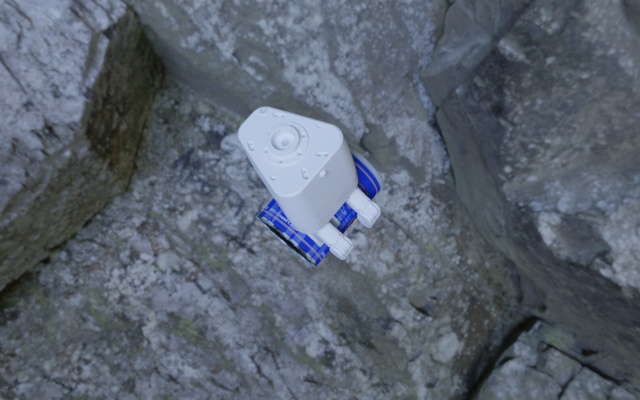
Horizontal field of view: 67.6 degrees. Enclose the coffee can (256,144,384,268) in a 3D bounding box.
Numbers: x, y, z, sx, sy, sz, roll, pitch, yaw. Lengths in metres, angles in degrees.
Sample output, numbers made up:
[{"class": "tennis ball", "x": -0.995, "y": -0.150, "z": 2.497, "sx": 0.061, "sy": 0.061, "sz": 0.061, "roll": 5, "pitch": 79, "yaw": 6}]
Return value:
[{"class": "coffee can", "x": 0.000, "y": 0.002, "z": 0.628, "sx": 0.103, "sy": 0.140, "sz": 0.103, "roll": 39, "pitch": -11, "yaw": 9}]
